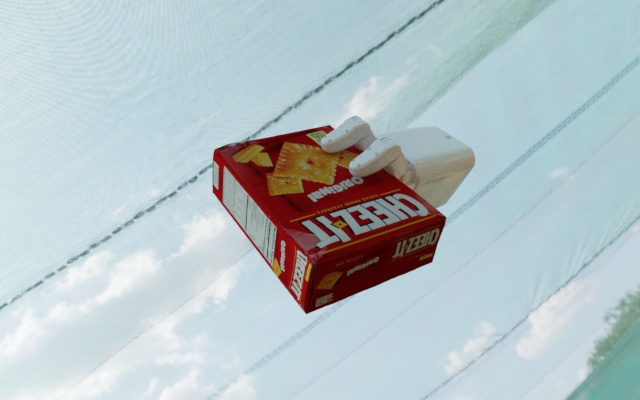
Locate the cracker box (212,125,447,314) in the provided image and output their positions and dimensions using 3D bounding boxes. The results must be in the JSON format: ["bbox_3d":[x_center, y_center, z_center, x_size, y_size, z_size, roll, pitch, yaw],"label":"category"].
[{"bbox_3d":[0.000,0.002,0.519,0.164,0.072,0.213,-16,41,-30],"label":"cracker box"}]
